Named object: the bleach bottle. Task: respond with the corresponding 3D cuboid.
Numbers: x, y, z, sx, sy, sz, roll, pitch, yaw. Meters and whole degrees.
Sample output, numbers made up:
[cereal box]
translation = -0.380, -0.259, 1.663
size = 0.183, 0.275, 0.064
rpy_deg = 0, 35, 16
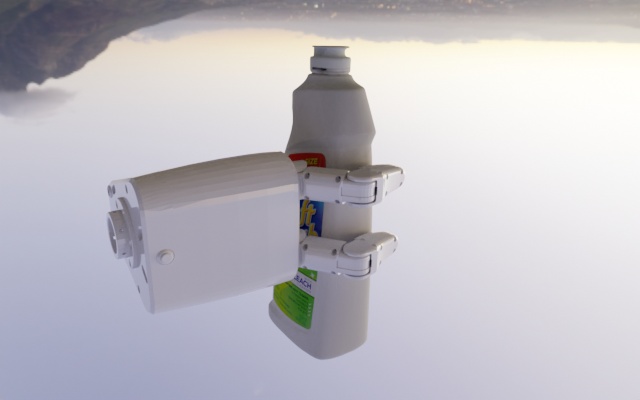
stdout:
[bleach bottle]
translation = 0.000, 0.001, 0.402
size = 0.068, 0.251, 0.102
rpy_deg = -12, 23, -32
